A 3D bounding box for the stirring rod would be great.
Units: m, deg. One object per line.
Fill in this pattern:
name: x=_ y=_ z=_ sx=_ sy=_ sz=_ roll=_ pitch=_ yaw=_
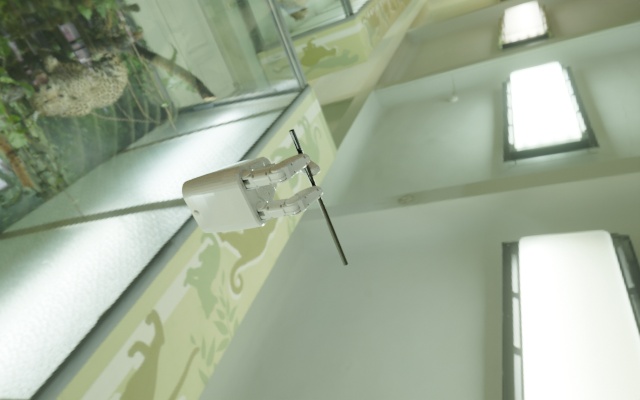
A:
stirring rod: x=0.000 y=0.002 z=0.720 sx=0.011 sy=0.240 sz=0.011 roll=-18 pitch=26 yaw=9
